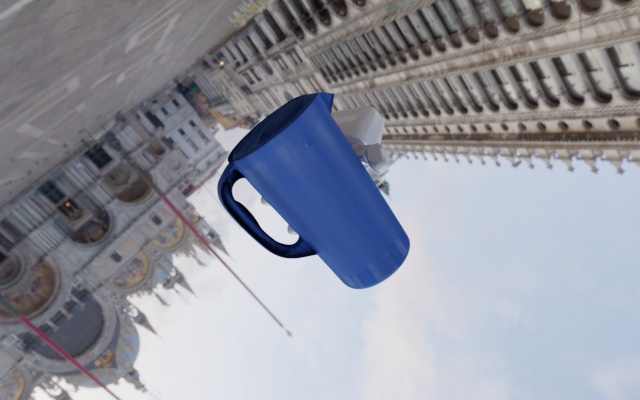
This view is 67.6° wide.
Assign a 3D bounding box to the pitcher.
[{"bbox_3d":[0.000,0.002,0.599,0.149,0.243,0.145,-25,24,31],"label":"pitcher"}]
